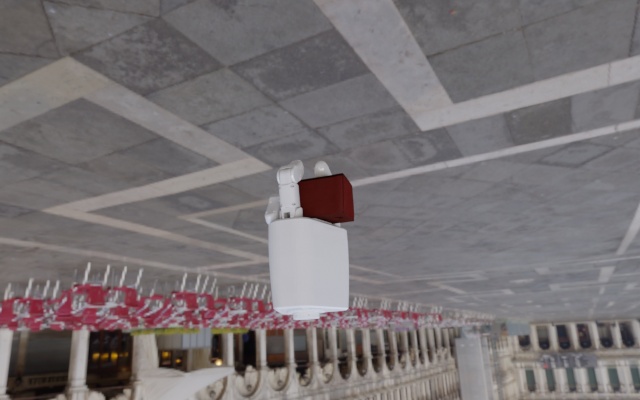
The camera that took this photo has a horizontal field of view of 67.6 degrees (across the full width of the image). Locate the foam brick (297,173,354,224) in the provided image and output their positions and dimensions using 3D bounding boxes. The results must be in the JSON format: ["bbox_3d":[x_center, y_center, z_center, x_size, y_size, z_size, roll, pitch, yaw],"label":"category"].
[{"bbox_3d":[0.000,0.002,0.612,0.078,0.051,0.053,-8,-18,17],"label":"foam brick"}]
